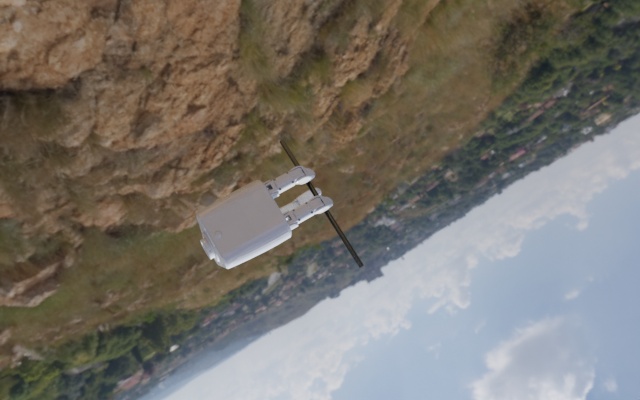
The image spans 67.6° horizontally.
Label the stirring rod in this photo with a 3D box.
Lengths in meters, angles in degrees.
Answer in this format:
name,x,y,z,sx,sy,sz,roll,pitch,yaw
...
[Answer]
name,x,y,z,sx,sy,sz,roll,pitch,yaw
stirring rod,0.000,0.002,0.759,0.011,0.239,0.011,-31,-10,-6
